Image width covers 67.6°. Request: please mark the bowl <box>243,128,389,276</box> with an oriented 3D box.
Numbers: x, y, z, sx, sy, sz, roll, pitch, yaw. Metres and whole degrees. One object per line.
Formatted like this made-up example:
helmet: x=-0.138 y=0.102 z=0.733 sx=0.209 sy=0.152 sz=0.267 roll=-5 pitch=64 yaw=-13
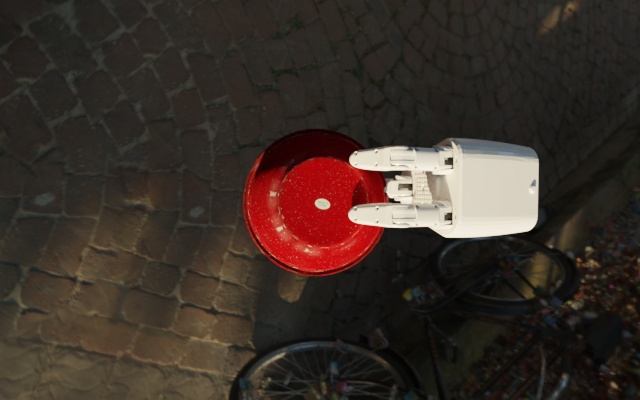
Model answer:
bowl: x=-0.001 y=0.002 z=0.498 sx=0.162 sy=0.162 sz=0.055 roll=0 pitch=0 yaw=-8
